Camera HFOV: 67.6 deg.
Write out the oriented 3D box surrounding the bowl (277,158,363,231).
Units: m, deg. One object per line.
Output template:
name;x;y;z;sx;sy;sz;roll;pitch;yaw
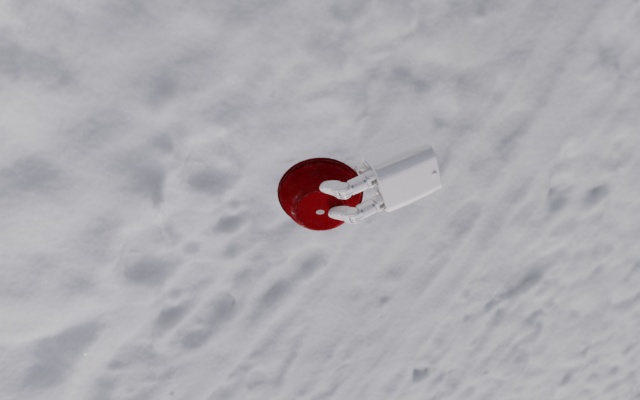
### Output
bowl;-0.001;0.004;0.874;0.162;0.162;0.055;0;38;-1
